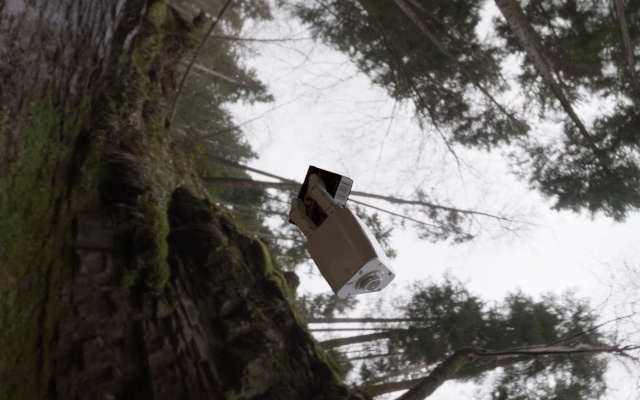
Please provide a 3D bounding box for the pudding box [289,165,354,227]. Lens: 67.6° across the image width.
[{"bbox_3d":[0.000,0.003,0.828,0.039,0.113,0.090,21,0,-44],"label":"pudding box"}]
